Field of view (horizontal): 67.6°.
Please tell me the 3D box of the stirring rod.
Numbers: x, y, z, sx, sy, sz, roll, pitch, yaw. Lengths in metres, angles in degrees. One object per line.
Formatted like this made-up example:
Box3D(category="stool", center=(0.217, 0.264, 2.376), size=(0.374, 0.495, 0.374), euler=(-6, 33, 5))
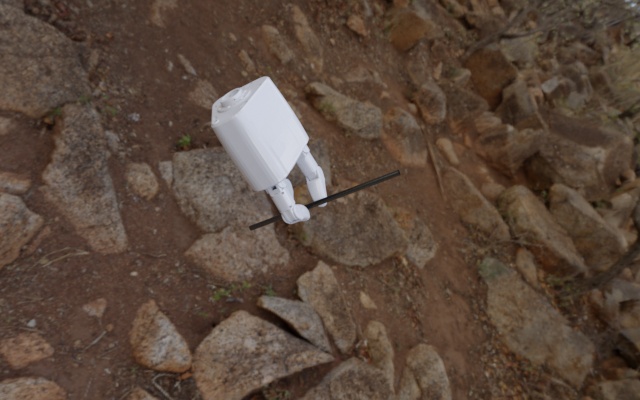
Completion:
Box3D(category="stirring rod", center=(0.000, 0.002, 0.683), size=(0.239, 0.011, 0.011), euler=(-21, -7, 20))
